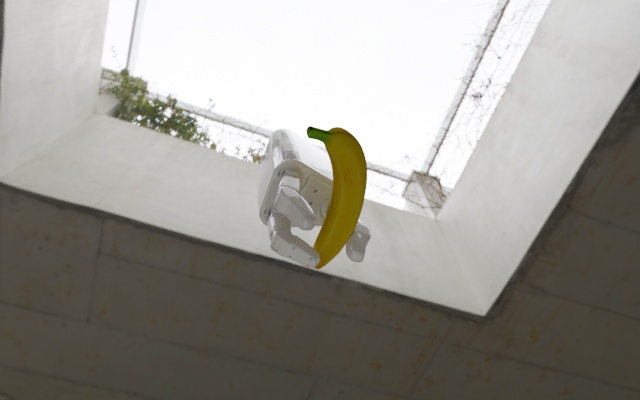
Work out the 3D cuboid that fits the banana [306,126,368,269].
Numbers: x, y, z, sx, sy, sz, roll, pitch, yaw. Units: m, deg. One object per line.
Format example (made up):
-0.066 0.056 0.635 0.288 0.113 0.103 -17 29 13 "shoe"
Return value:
0.018 -0.005 0.519 0.069 0.198 0.037 -13 41 -13 "banana"
